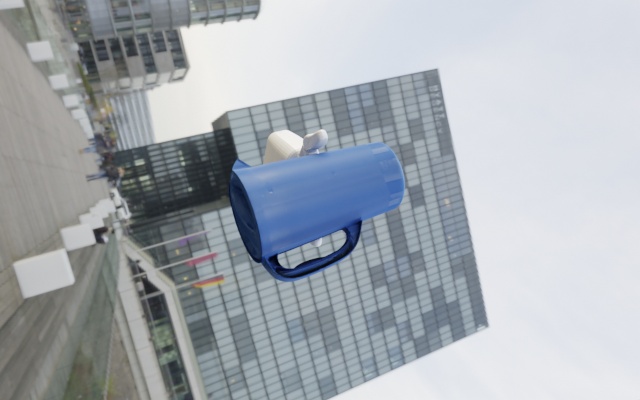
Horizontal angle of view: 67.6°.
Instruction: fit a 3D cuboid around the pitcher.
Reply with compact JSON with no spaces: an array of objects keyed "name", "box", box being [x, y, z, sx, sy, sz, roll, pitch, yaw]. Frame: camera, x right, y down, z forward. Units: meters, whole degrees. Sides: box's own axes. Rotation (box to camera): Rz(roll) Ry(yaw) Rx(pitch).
[{"name":"pitcher","box":[0.000,0.002,0.693,0.243,0.149,0.145,-17,29,-21]}]
